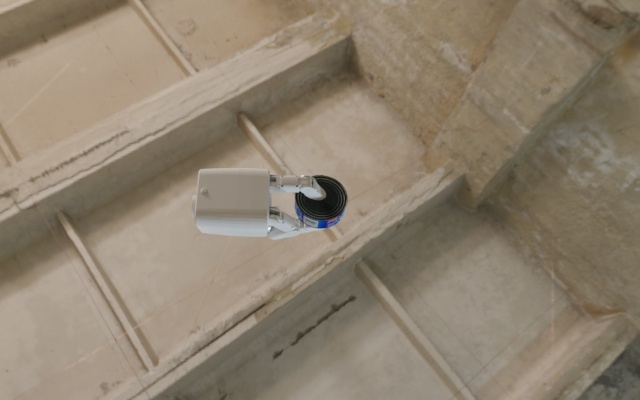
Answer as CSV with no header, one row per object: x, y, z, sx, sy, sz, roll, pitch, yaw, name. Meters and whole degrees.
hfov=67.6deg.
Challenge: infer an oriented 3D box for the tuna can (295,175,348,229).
0.000,0.003,0.782,0.086,0.086,0.034,0,-31,-5,tuna can
